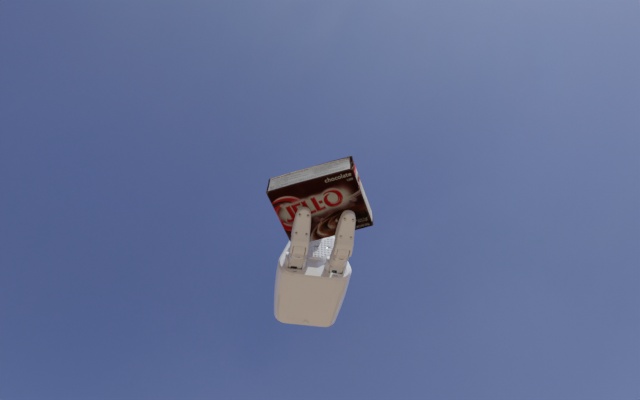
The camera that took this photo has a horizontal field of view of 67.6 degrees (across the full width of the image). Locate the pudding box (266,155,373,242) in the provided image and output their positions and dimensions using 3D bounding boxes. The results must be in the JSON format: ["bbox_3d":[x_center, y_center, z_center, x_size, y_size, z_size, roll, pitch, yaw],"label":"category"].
[{"bbox_3d":[0.000,0.002,0.599,0.113,0.090,0.039,-17,34,10],"label":"pudding box"}]
